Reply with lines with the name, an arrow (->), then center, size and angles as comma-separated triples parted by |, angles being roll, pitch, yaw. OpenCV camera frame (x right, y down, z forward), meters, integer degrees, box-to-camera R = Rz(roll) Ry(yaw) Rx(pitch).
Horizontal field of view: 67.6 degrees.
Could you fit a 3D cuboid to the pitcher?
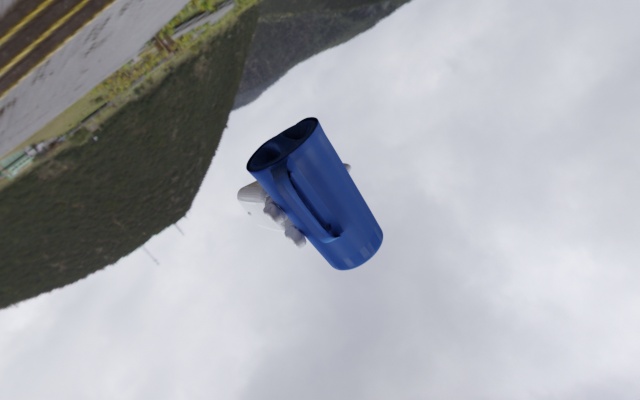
pitcher -> 0.000, 0.002, 0.766 | 0.149, 0.243, 0.145 | -48, 27, -25
